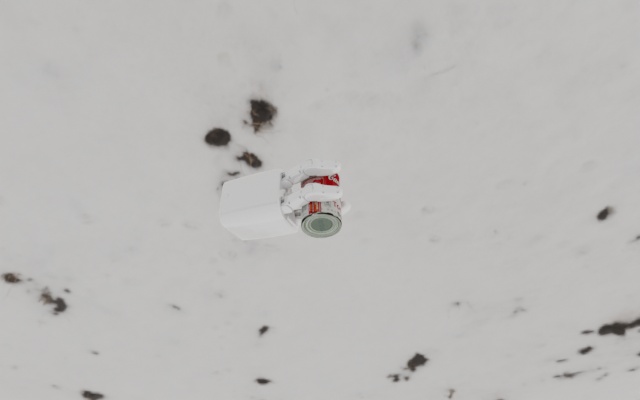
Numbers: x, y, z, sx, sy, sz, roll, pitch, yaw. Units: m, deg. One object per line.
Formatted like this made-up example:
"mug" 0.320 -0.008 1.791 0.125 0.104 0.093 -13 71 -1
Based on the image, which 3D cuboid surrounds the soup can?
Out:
"soup can" 0.001 0.003 0.794 0.068 0.102 0.069 -1 -40 -1
